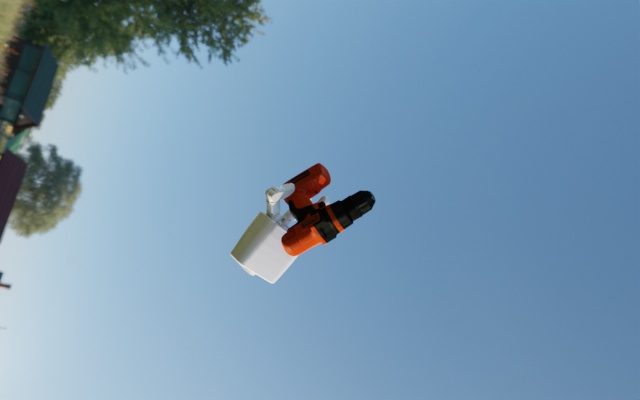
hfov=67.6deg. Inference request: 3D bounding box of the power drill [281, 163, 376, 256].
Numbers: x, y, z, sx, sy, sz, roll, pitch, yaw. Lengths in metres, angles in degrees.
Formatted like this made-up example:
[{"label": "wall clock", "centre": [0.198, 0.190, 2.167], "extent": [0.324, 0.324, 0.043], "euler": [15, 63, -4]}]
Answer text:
[{"label": "power drill", "centre": [0.000, 0.003, 0.896], "extent": [0.184, 0.057, 0.187], "euler": [-30, 32, 6]}]
